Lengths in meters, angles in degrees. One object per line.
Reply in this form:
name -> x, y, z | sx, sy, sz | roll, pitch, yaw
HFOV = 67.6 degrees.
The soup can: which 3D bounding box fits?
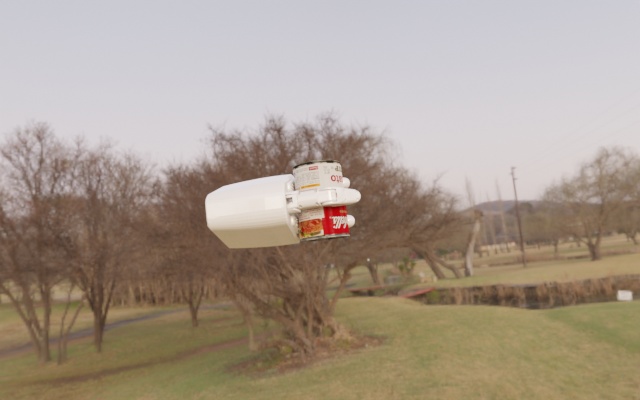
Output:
soup can -> 0.001, 0.002, 0.648 | 0.068, 0.102, 0.068 | -6, -7, -1
